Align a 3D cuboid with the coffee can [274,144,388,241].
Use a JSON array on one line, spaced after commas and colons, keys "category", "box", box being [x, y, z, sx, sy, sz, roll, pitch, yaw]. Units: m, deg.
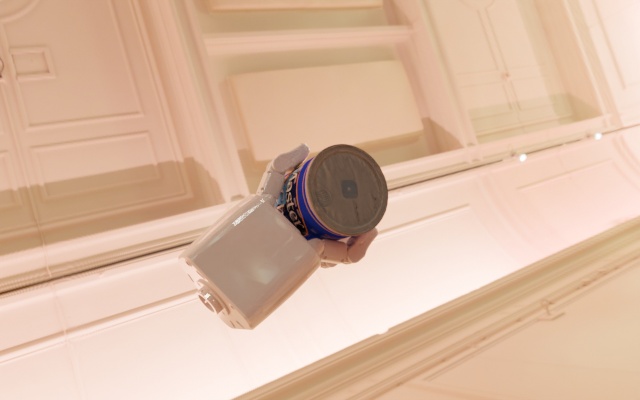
[{"category": "coffee can", "box": [0.000, 0.002, 0.578, 0.103, 0.102, 0.140, 0, -12, -28]}]
